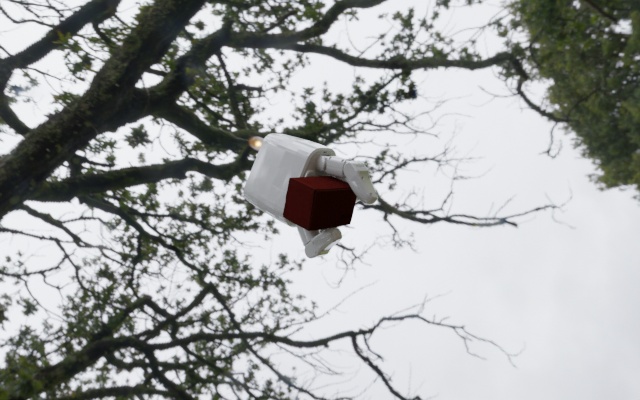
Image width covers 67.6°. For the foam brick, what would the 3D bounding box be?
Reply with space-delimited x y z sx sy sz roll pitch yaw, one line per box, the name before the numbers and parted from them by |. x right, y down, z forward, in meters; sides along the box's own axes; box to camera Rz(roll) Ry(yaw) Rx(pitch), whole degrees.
foam brick | 0.000 0.002 0.597 0.078 0.053 0.051 -5 23 -45
